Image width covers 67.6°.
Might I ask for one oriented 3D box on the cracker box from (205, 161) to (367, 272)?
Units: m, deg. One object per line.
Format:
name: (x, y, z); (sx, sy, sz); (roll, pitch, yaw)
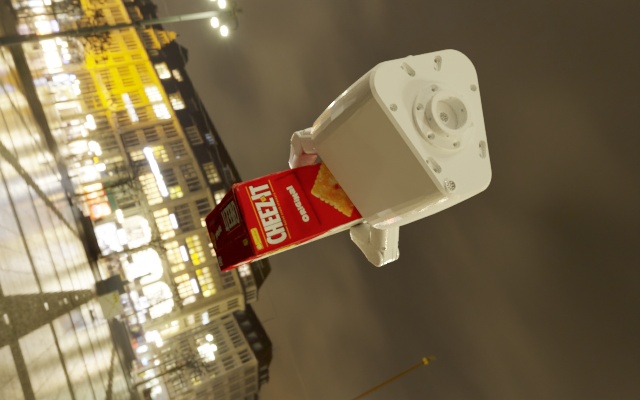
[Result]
cracker box: (0.000, 0.002, 0.499); (0.213, 0.072, 0.164); (-18, -6, -24)
